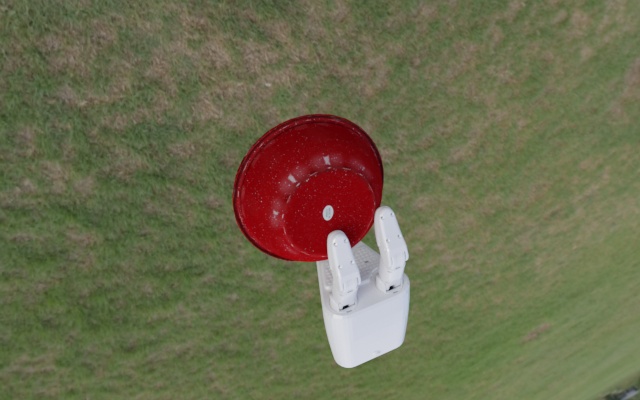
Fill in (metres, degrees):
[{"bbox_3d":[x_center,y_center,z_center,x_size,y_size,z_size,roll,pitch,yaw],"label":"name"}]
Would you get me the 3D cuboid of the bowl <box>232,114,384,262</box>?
[{"bbox_3d":[0.000,0.001,0.461,0.162,0.162,0.055,0,24,-22],"label":"bowl"}]
